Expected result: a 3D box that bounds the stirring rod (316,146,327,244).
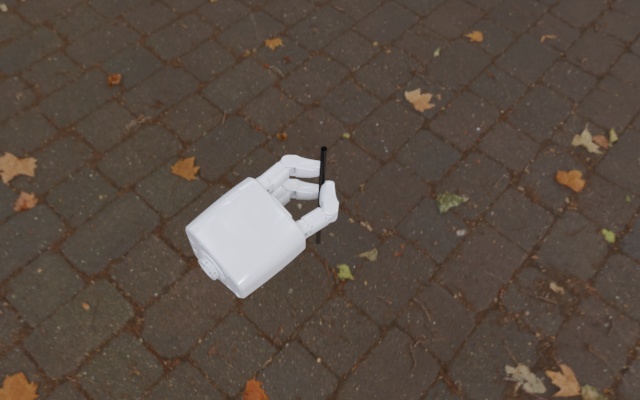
[{"bbox_3d":[0.000,0.002,0.693,0.011,0.011,0.240,0,-34,-2],"label":"stirring rod"}]
